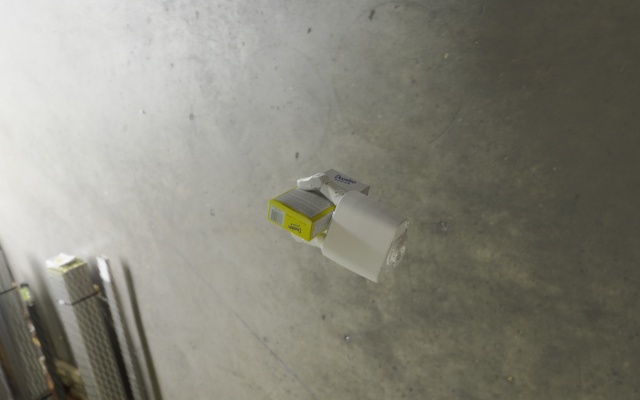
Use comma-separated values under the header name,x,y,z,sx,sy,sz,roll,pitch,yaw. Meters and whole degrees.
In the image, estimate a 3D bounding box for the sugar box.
name,x,y,z,sx,sy,sz,roll,pitch,yaw
sugar box,0.000,0.003,0.829,0.093,0.048,0.176,27,33,28
